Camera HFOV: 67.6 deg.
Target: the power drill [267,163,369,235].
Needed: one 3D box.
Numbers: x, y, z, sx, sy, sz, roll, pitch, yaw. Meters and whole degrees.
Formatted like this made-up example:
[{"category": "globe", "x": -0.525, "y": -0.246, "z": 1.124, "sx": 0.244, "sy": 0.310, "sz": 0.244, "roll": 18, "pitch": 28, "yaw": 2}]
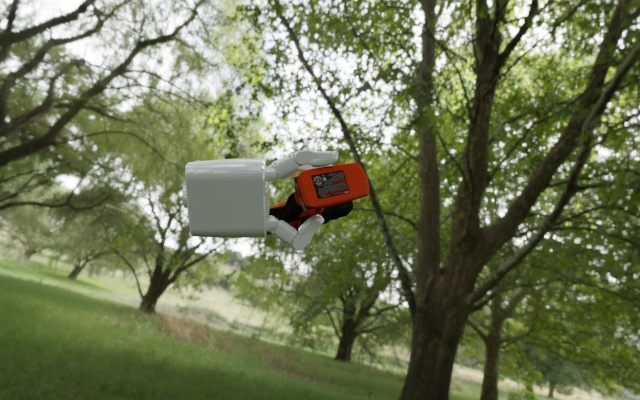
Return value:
[{"category": "power drill", "x": 0.000, "y": 0.002, "z": 0.744, "sx": 0.184, "sy": 0.057, "sz": 0.188, "roll": -13, "pitch": -13, "yaw": -27}]
